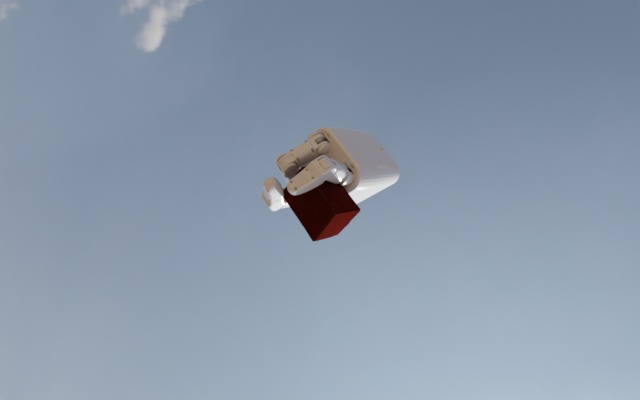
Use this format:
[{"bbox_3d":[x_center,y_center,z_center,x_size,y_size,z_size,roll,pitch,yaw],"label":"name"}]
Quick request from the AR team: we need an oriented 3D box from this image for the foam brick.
[{"bbox_3d":[0.000,0.002,0.587,0.051,0.078,0.053,-6,-36,-50],"label":"foam brick"}]
